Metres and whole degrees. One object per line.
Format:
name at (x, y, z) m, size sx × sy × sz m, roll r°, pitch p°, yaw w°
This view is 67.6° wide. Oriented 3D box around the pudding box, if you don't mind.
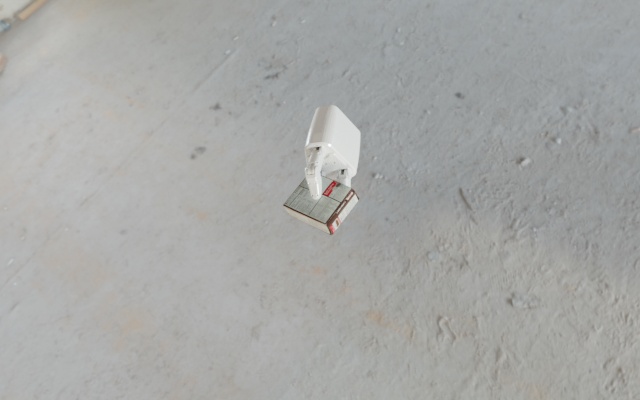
pudding box at (0.000, 0.003, 0.880) m, size 0.113 × 0.090 × 0.039 m, roll 23°, pitch -23°, yaw 39°
